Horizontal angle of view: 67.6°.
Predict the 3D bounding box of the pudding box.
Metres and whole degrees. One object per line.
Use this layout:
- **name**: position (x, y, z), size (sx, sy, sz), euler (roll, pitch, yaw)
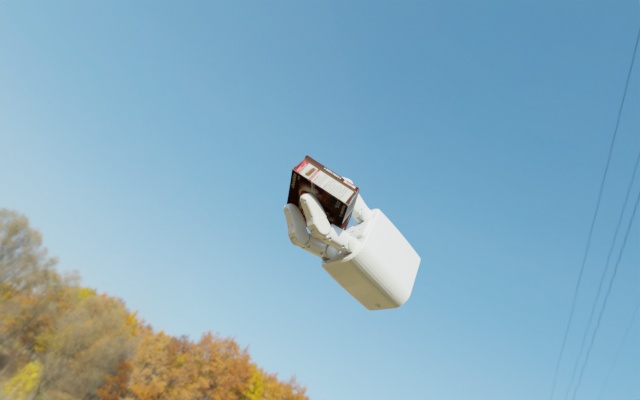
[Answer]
- **pudding box**: position (0.000, 0.002, 0.664), size (0.090, 0.039, 0.114), euler (32, -34, 12)
